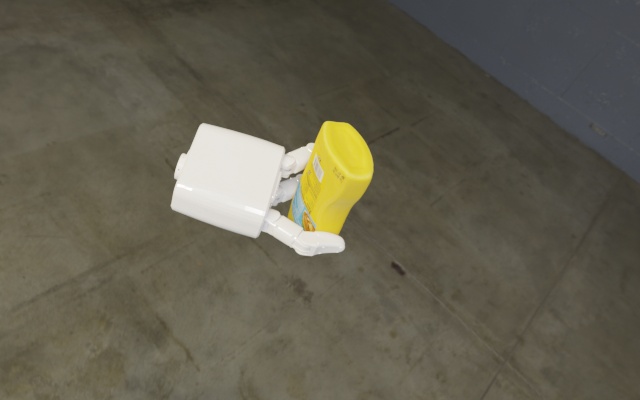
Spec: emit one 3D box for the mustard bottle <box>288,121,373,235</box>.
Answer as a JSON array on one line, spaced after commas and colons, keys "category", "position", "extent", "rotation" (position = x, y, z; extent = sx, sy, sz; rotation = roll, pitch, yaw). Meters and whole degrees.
[{"category": "mustard bottle", "position": [0.001, 0.002, 0.598], "extent": [0.058, 0.096, 0.192], "rotation": [0, -41, -26]}]
